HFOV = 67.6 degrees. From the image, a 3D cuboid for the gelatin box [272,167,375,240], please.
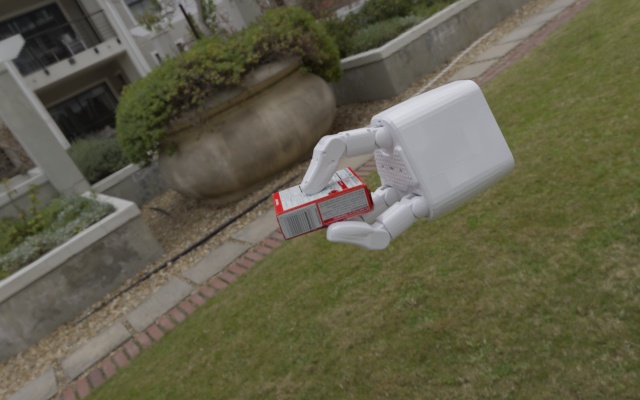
[{"bbox_3d":[0.000,0.001,0.465,0.089,0.030,0.073,-19,18,-3],"label":"gelatin box"}]
